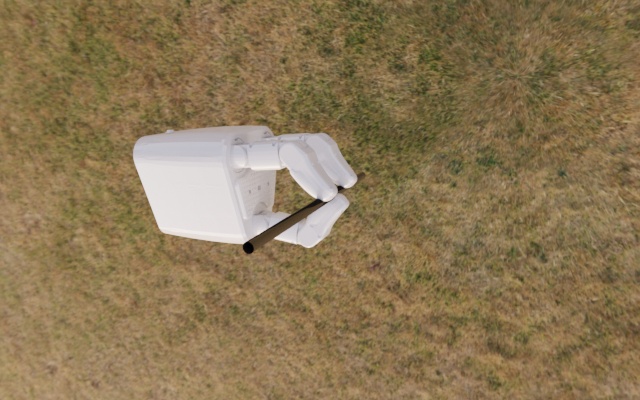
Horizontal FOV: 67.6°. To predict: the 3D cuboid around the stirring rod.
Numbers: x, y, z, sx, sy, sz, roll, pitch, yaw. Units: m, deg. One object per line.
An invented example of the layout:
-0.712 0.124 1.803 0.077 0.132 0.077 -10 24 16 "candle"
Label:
0.000 0.001 0.402 0.011 0.011 0.239 0 13 22 "stirring rod"
